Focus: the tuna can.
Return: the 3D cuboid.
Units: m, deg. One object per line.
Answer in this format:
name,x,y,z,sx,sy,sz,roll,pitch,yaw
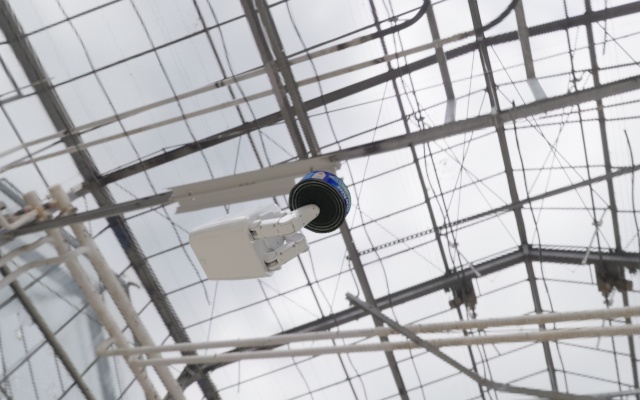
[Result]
tuna can,0.000,0.002,0.674,0.086,0.086,0.033,0,27,23
